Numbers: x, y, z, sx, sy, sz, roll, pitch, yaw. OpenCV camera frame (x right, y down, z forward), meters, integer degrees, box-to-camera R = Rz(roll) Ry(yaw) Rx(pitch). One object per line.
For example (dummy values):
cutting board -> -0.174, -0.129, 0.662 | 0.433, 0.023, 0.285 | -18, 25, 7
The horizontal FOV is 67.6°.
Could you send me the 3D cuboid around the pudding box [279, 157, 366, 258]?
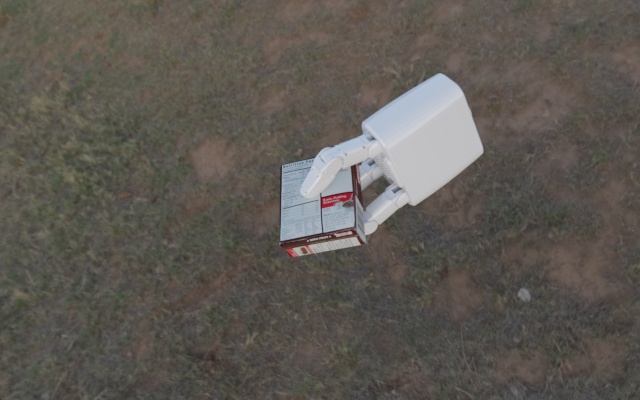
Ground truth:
pudding box -> 0.000, 0.002, 0.541 | 0.090, 0.113, 0.039 | -12, -37, 15
